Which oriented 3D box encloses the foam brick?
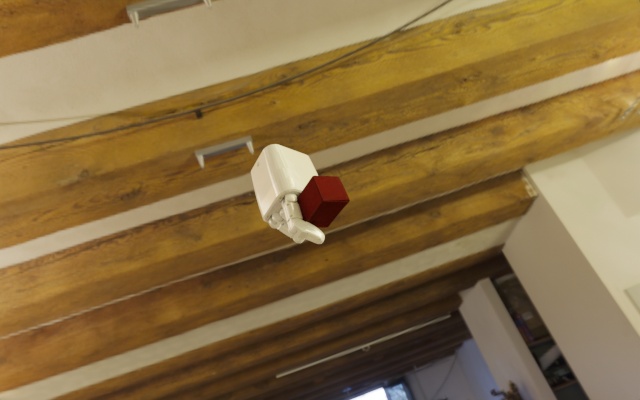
[{"bbox_3d":[0.000,0.002,0.771,0.053,0.051,0.078,1,-36,-33],"label":"foam brick"}]
